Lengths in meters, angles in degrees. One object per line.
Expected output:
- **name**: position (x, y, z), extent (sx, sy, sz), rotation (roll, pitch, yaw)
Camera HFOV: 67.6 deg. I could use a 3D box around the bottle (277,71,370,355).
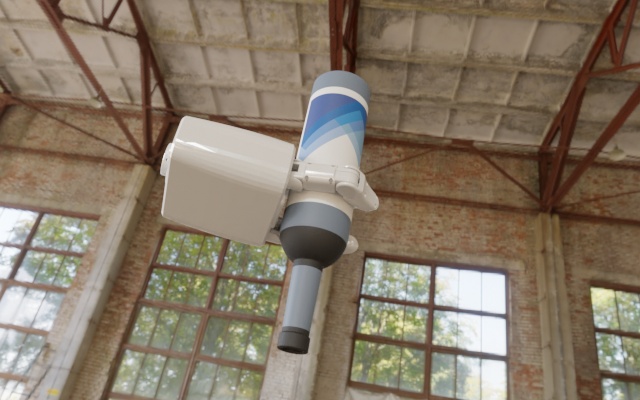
- **bottle**: position (0.000, 0.001, 0.478), extent (0.069, 0.295, 0.069), rotation (8, -29, 5)
